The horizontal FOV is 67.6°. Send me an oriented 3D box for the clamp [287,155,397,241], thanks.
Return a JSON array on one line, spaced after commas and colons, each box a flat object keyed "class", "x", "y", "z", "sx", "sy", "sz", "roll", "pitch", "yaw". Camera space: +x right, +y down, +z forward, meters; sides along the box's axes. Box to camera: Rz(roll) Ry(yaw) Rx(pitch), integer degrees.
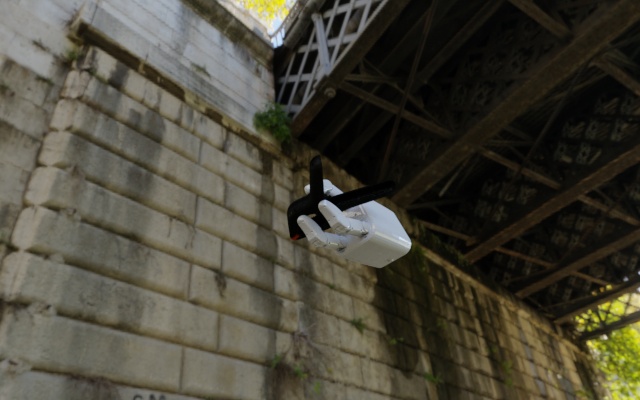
[{"class": "clamp", "x": 0.000, "y": 0.002, "z": 0.795, "sx": 0.164, "sy": 0.036, "sz": 0.210, "roll": 22, "pitch": -44, "yaw": -37}]
